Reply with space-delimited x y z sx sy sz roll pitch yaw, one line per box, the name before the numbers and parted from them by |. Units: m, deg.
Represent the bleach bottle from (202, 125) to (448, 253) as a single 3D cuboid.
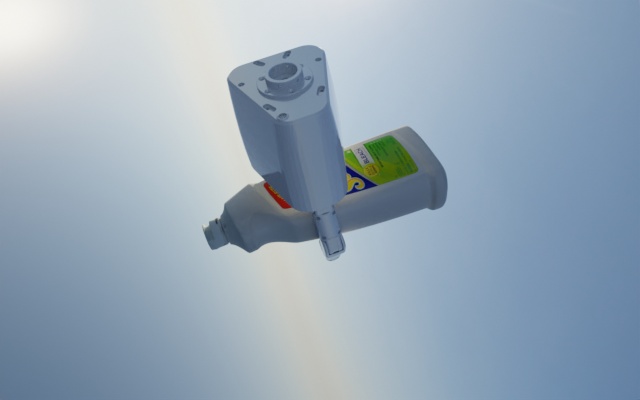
bleach bottle | 0.000 0.002 0.513 0.251 0.102 0.068 -20 -41 -7
